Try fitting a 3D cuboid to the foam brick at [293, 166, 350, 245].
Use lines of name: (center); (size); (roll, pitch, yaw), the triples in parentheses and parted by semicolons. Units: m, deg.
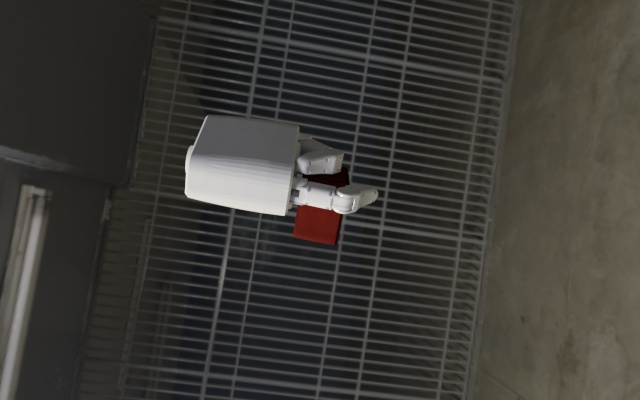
foam brick: (0.000, 0.002, 0.540); (0.051, 0.078, 0.053); (9, 23, -4)
